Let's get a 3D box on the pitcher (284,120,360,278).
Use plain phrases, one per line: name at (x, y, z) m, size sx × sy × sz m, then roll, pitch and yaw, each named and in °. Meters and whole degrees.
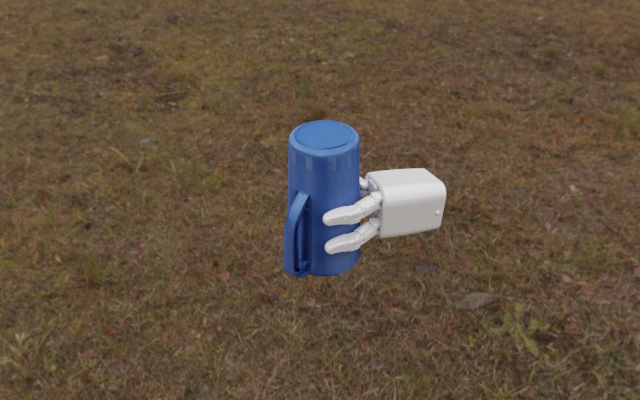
pitcher at (0.000, 0.002, 0.781) m, size 0.145 × 0.243 × 0.149 m, roll -7°, pitch 37°, yaw -9°
